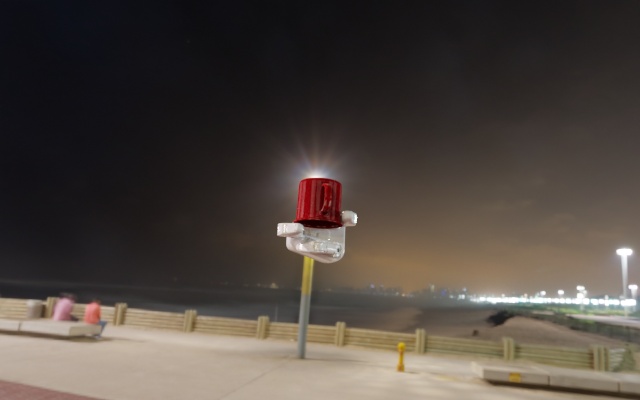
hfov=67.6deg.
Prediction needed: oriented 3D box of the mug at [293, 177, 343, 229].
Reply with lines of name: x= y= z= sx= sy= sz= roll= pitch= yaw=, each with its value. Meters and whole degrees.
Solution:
mug: x=0.000 y=0.002 z=0.882 sx=0.093 sy=0.081 sz=0.117 roll=6 pitch=-13 yaw=-10
